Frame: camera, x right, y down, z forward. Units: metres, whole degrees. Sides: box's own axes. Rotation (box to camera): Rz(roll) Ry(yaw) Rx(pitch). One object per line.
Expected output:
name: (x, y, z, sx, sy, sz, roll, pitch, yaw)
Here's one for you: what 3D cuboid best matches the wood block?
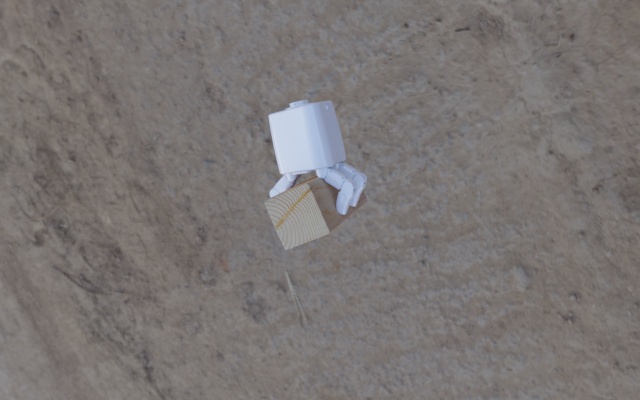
wood block: (0.000, 0.003, 0.849, 0.091, 0.090, 0.206, -22, 4, 26)
